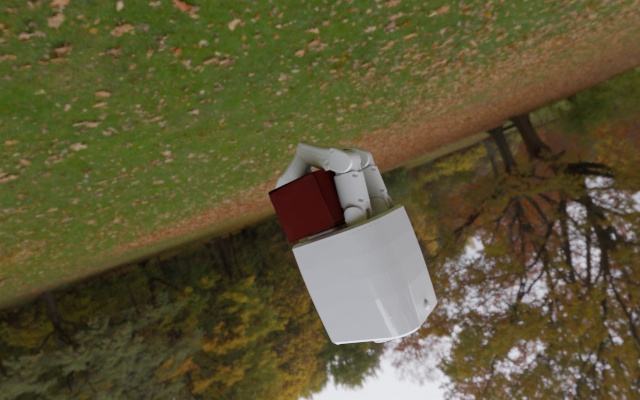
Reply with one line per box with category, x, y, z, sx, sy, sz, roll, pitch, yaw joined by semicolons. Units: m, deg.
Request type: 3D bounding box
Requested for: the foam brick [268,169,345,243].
foam brick;0.000;0.001;0.449;0.053;0.051;0.078;-23;-3;29
